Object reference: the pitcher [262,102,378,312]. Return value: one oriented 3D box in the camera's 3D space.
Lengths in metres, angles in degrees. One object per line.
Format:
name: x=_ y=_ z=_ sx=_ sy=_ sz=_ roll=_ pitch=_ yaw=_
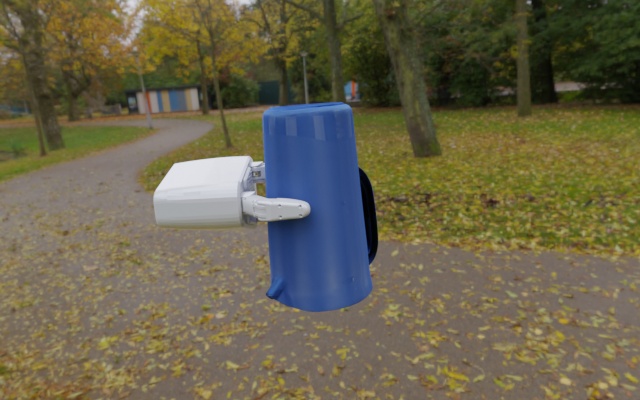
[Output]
pitcher: x=0.000 y=0.002 z=0.603 sx=0.145 sy=0.243 sz=0.149 roll=-3 pitch=13 yaw=5
